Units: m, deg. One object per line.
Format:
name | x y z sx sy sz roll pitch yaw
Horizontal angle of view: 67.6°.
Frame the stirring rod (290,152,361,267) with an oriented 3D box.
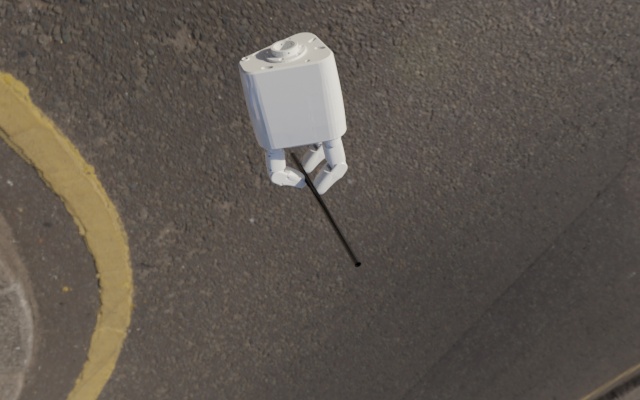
stirring rod | 0.000 0.002 0.627 0.011 0.011 0.239 0 36 -26
